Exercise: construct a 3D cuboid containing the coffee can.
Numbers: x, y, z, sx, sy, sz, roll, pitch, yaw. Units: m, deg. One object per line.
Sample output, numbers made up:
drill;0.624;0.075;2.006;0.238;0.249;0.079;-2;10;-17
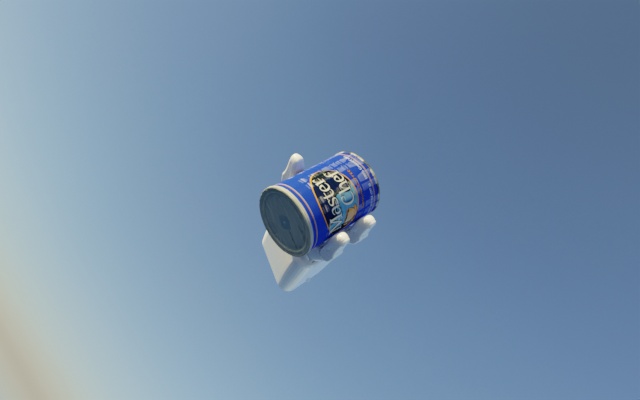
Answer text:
coffee can;0.000;0.002;0.674;0.140;0.103;0.103;-29;18;-36
